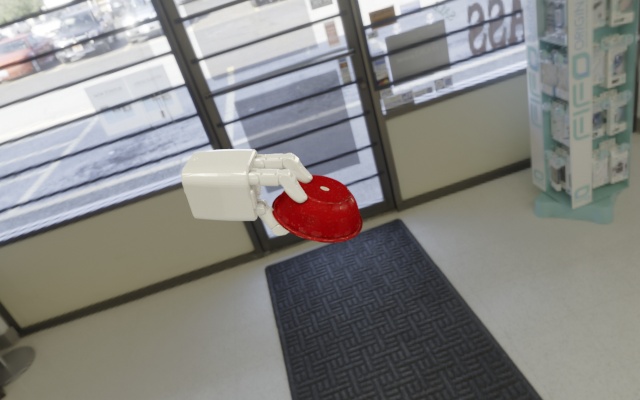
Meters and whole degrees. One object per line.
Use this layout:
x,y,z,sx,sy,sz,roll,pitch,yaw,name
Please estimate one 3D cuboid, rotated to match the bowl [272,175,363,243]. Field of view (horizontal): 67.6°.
0.002,0.002,0.813,0.162,0.055,0.162,11,30,-6,bowl
